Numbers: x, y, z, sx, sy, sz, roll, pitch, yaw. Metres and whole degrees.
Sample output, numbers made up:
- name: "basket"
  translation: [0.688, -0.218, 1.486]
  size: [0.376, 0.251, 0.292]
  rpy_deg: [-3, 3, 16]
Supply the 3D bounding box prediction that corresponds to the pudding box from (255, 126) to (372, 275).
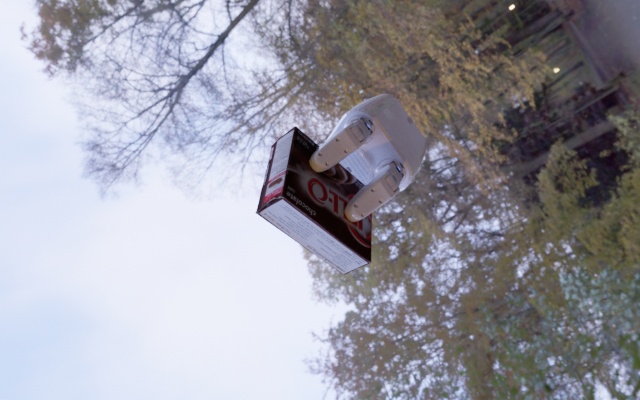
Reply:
- name: "pudding box"
  translation: [0.000, 0.001, 0.434]
  size: [0.113, 0.090, 0.039]
  rpy_deg: [36, -51, -28]
